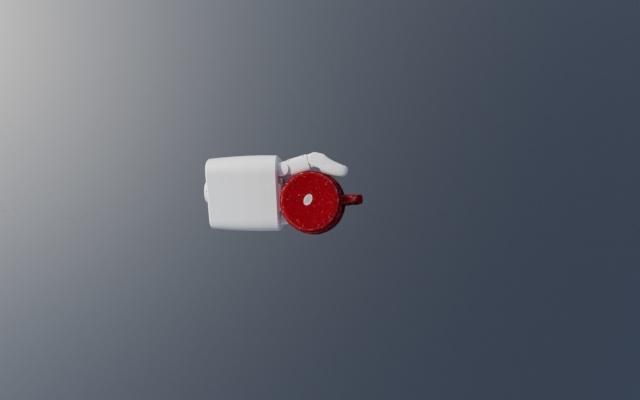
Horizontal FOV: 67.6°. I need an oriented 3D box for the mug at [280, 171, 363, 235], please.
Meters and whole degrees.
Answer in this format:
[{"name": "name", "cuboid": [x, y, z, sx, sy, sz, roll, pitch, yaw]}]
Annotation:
[{"name": "mug", "cuboid": [0.002, 0.002, 0.661, 0.117, 0.093, 0.081, -1, -2, 3]}]
